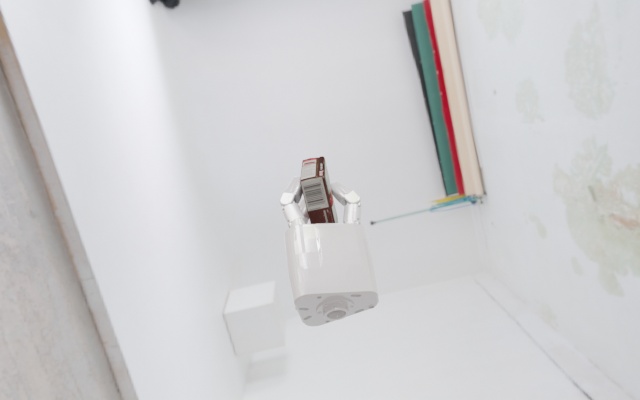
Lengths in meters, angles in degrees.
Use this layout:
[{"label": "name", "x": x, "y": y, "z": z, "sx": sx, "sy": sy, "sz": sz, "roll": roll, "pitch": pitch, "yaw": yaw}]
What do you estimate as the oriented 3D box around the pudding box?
[{"label": "pudding box", "x": 0.000, "y": 0.002, "z": 0.708, "sx": 0.039, "sy": 0.113, "sz": 0.090, "roll": -10, "pitch": 23, "yaw": 4}]
